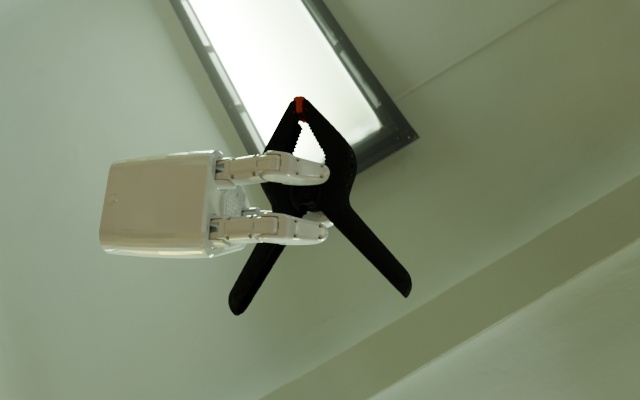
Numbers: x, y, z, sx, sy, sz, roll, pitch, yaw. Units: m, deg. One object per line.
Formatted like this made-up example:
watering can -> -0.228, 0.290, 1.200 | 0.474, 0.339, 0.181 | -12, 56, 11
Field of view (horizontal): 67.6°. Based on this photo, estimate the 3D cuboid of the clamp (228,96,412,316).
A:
clamp -> 0.000, 0.001, 0.446 | 0.164, 0.210, 0.036 | -1, -16, 10
